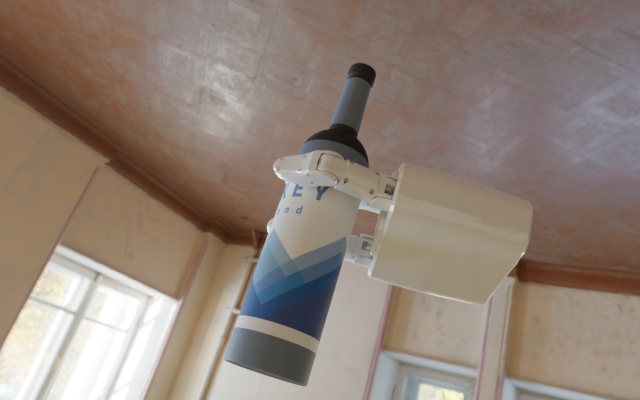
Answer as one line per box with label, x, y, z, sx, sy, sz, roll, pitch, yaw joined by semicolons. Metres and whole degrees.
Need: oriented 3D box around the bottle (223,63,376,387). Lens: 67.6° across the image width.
bottle;0.000;0.002;0.416;0.069;0.295;0.069;15;-23;7
